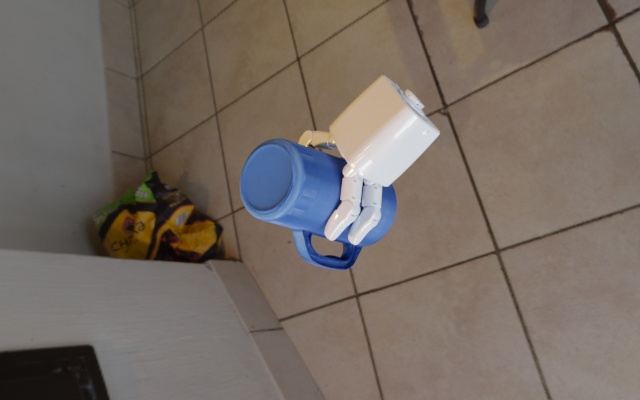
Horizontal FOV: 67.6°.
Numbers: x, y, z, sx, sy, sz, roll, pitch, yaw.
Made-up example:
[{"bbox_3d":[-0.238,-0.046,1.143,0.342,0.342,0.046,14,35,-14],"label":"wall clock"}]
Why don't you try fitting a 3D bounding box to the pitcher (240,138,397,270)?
[{"bbox_3d":[0.000,0.002,0.696,0.145,0.149,0.243,-44,-31,21],"label":"pitcher"}]
